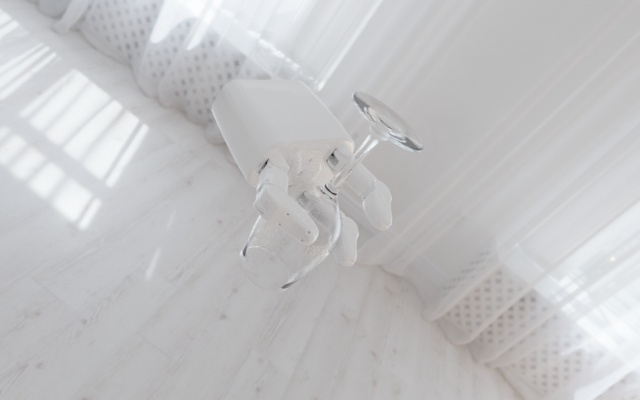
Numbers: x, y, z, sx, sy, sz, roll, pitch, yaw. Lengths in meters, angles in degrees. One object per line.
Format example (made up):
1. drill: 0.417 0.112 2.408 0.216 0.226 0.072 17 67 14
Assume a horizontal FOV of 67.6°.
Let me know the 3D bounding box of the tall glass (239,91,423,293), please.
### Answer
1. tall glass: 0.000 0.001 0.441 0.079 0.079 0.201 0 -43 -51
